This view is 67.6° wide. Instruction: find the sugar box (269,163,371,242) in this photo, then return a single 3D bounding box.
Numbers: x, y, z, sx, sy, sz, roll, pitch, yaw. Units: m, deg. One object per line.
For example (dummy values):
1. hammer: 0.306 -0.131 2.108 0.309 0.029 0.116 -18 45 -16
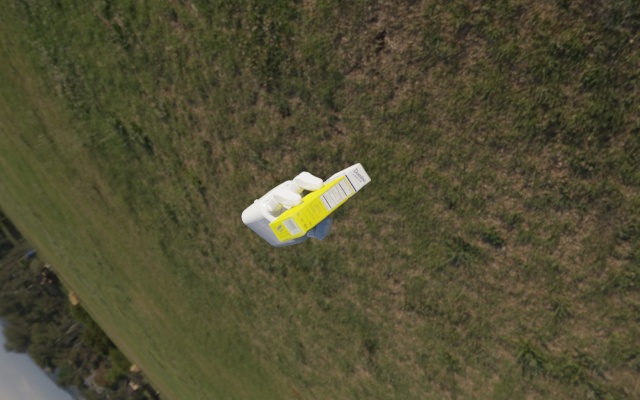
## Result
1. sugar box: 0.000 0.002 0.846 0.176 0.048 0.093 -41 10 -32
